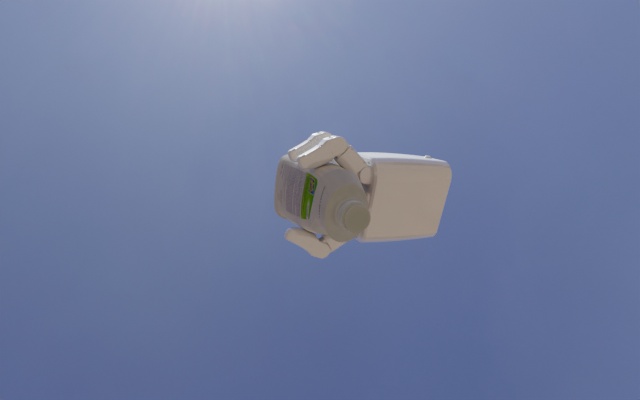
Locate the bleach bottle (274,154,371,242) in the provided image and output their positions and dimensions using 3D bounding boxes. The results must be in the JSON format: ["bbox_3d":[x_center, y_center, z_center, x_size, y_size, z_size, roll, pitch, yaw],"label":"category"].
[{"bbox_3d":[0.000,0.002,0.590,0.068,0.102,0.250,1,11,-17],"label":"bleach bottle"}]
